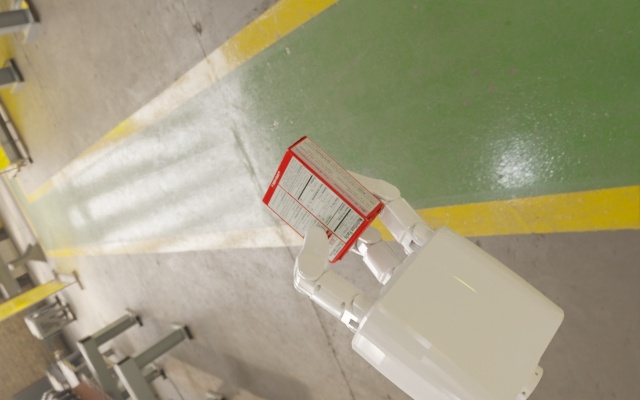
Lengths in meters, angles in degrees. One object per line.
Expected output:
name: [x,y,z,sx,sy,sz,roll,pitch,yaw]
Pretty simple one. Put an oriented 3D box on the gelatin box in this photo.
gelatin box: [0.000,0.001,0.404,0.030,0.089,0.073,-42,-10,-41]
